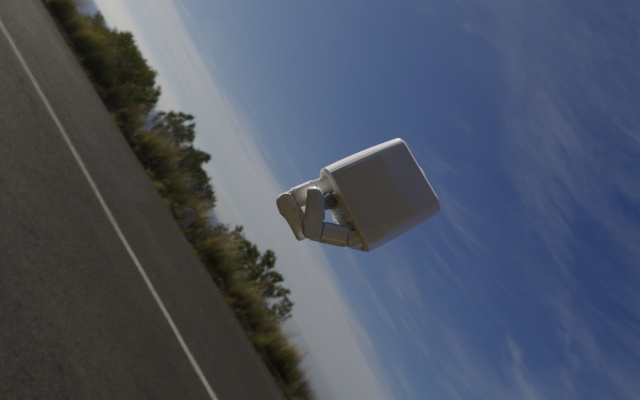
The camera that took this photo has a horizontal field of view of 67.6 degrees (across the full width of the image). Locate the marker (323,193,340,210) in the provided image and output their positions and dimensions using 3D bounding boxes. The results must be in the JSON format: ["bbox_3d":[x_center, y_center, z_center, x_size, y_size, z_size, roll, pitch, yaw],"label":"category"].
[{"bbox_3d":[0.000,0.002,0.604,0.020,0.020,0.121,0,-1,-13],"label":"marker"}]
